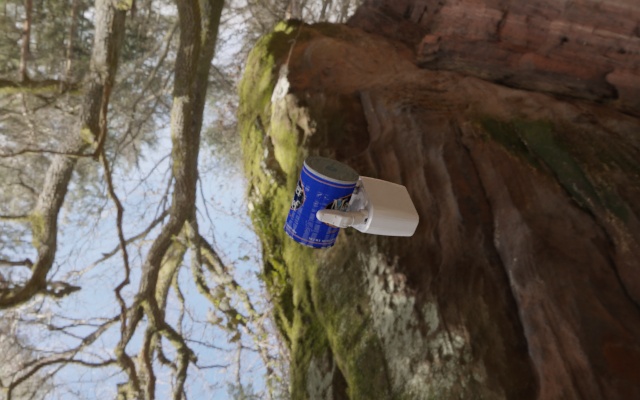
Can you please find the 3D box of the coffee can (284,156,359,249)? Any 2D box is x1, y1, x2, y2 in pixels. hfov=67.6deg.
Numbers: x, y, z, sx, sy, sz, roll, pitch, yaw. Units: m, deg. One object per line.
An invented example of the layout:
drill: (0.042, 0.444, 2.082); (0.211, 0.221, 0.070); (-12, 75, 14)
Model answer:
coffee can: (0.000, 0.003, 0.875); (0.103, 0.140, 0.102); (16, 23, -7)
